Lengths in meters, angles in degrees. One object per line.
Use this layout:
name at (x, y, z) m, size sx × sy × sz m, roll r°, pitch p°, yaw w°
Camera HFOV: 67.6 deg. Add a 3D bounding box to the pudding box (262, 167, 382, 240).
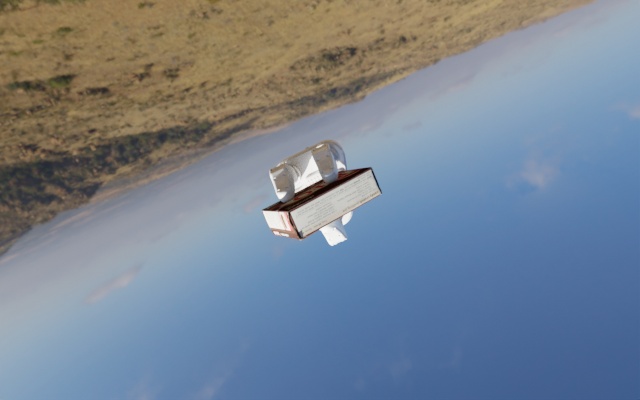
pudding box at (0.000, 0.002, 0.543) m, size 0.113 × 0.039 × 0.090 m, roll -30°, pitch 11°, yaw -21°
